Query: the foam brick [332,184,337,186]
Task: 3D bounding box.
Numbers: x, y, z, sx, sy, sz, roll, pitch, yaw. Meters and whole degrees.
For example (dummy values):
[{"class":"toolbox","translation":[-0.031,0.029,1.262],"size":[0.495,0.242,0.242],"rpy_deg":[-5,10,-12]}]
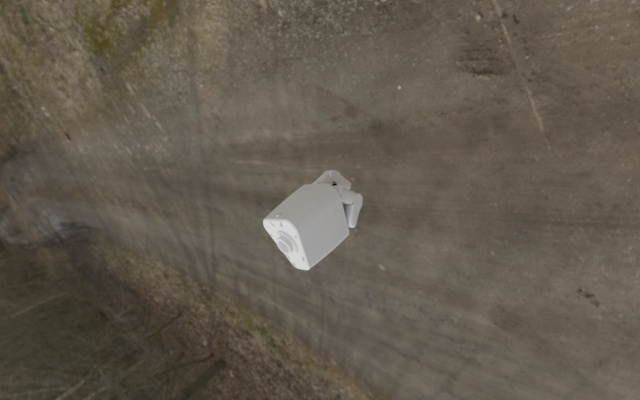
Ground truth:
[{"class":"foam brick","translation":[0.000,0.003,0.893],"size":[0.051,0.053,0.078],"rpy_deg":[-40,23,-32]}]
